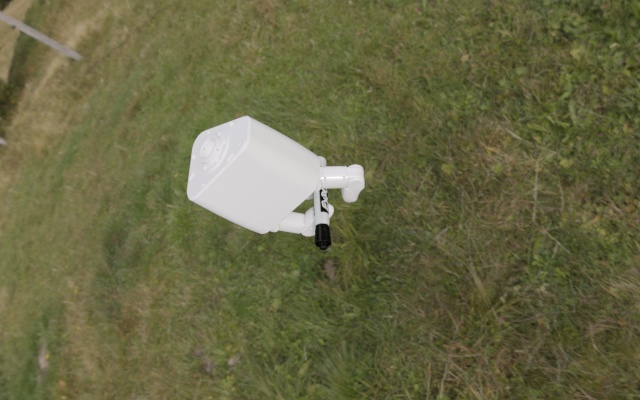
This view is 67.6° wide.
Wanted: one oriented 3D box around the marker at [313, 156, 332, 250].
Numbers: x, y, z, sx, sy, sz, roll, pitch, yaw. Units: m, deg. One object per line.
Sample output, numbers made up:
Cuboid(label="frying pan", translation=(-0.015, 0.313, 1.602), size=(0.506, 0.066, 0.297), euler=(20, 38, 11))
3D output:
Cuboid(label="marker", translation=(0.000, 0.002, 0.558), size=(0.020, 0.121, 0.020), euler=(-2, -31, -1))
